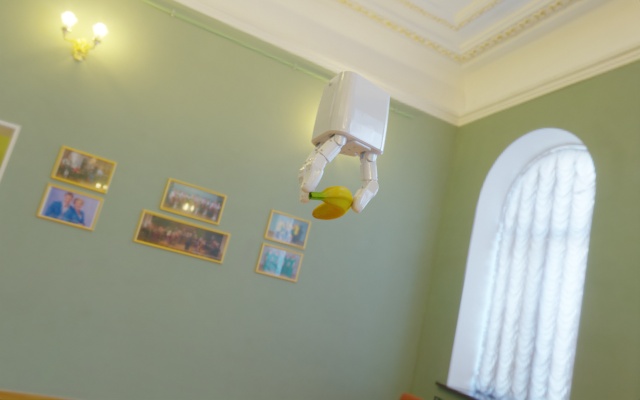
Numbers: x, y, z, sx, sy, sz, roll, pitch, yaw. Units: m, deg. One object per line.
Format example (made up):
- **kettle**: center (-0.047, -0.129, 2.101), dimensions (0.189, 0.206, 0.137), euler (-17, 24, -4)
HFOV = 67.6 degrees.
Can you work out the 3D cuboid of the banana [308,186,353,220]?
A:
- **banana**: center (0.019, 0.004, 0.794), dimensions (0.069, 0.037, 0.198), euler (7, -12, 2)
